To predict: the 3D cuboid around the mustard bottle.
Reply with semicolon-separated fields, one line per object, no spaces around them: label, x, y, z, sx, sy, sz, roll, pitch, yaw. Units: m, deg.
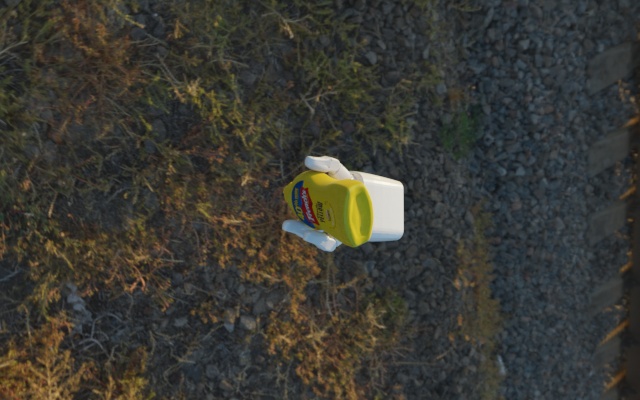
mustard bottle;0.000;0.003;0.752;0.058;0.096;0.191;-23;25;-31
